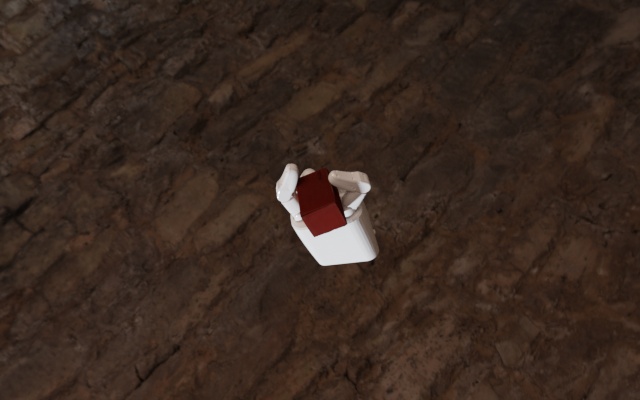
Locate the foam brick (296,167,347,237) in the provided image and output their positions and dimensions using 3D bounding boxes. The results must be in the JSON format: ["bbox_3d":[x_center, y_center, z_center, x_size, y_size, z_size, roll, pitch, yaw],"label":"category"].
[{"bbox_3d":[0.000,0.002,0.672,0.053,0.078,0.051,-21,-48,9],"label":"foam brick"}]
